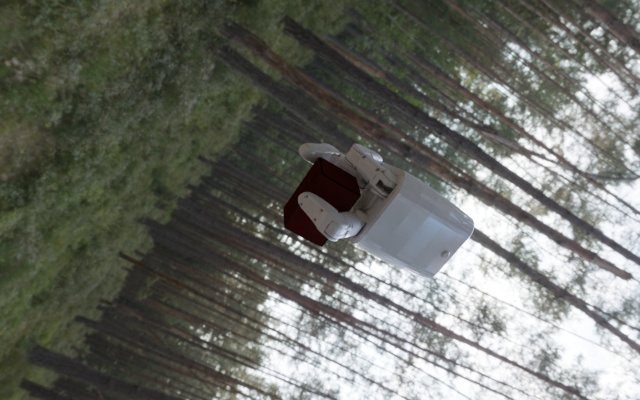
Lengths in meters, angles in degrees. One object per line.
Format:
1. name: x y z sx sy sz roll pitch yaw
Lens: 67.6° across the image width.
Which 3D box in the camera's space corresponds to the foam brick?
1. foam brick: 0.000 0.002 0.533 0.051 0.078 0.053 29 22 -17
